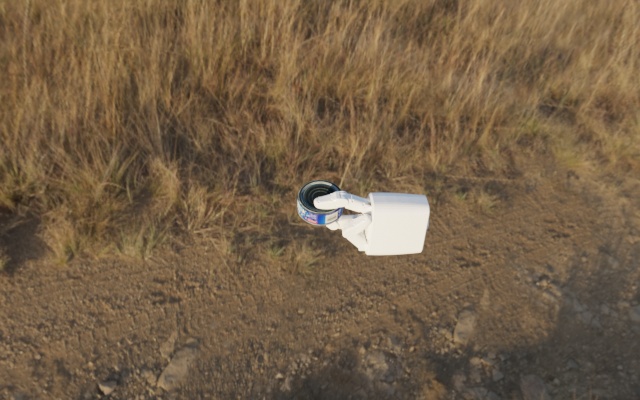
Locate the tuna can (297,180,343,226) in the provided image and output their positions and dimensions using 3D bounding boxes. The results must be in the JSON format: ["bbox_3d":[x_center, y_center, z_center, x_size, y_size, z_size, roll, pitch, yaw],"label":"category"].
[{"bbox_3d":[0.000,0.002,0.874,0.086,0.086,0.034,0,-42,-3],"label":"tuna can"}]
